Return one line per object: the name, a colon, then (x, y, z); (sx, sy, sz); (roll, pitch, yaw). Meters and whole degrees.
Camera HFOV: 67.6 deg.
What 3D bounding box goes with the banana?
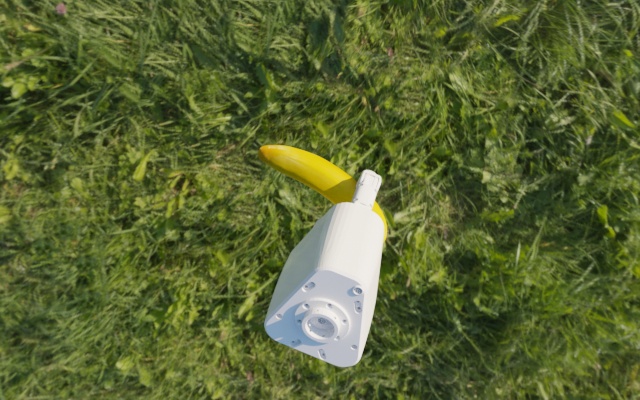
banana: (0.015, -0.006, 0.560); (0.070, 0.198, 0.037); (-38, 15, 32)
